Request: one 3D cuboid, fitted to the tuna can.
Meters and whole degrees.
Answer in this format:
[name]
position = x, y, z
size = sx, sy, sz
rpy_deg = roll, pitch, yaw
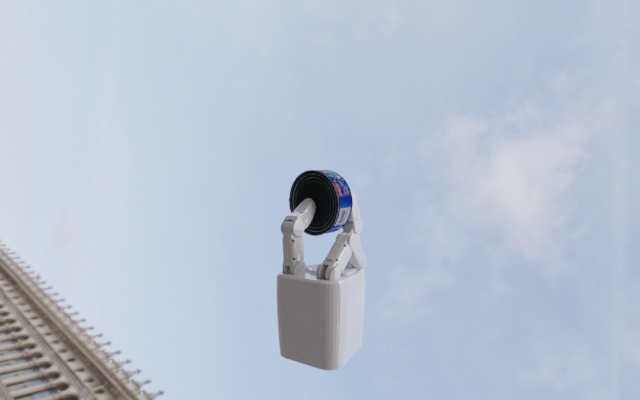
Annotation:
[tuna can]
position = 0.000, 0.002, 0.630
size = 0.086, 0.086, 0.034
rpy_deg = 0, 5, 41
